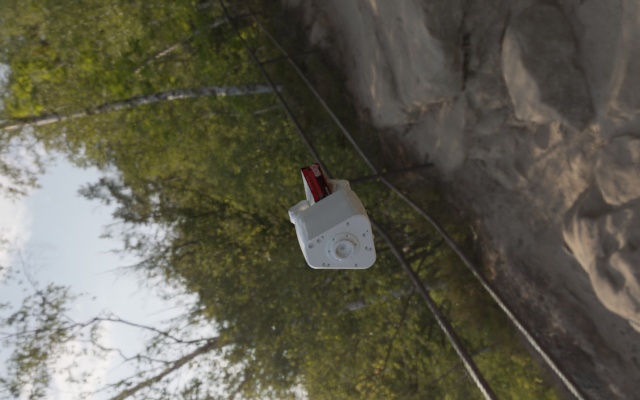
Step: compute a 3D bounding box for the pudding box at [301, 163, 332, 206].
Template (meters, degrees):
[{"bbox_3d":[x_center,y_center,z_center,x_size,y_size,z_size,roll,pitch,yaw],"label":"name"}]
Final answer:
[{"bbox_3d":[0.000,0.003,0.856,0.039,0.090,0.114,-16,-39,-7],"label":"pudding box"}]
